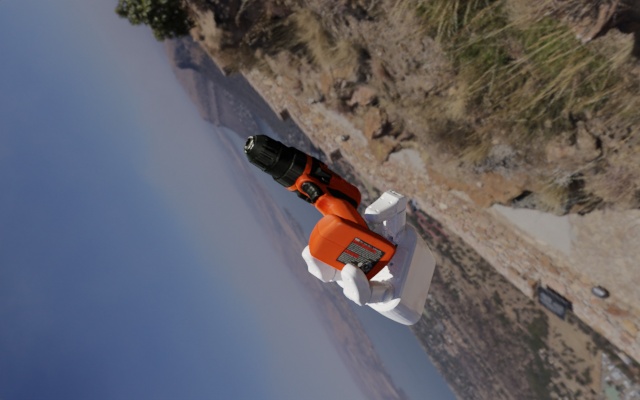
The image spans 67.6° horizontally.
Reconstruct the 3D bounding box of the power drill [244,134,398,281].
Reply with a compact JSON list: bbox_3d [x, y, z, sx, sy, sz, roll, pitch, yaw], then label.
[{"bbox_3d":[0.000,0.002,0.573,0.184,0.057,0.187,27,21,-32],"label":"power drill"}]
